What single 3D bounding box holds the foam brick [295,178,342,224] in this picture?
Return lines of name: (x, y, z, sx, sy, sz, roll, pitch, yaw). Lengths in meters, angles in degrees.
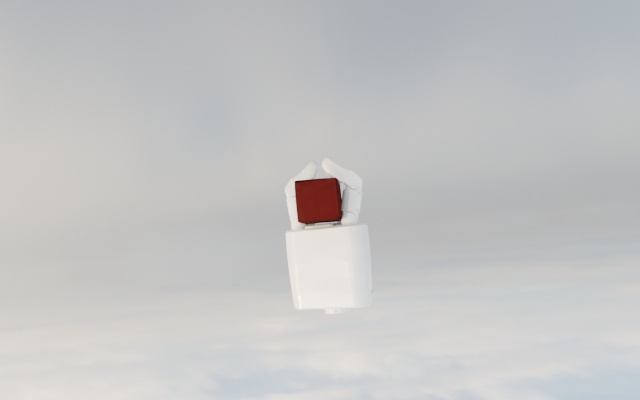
foam brick: (0.000, 0.002, 0.610, 0.053, 0.051, 0.078, -5, -5, 7)
